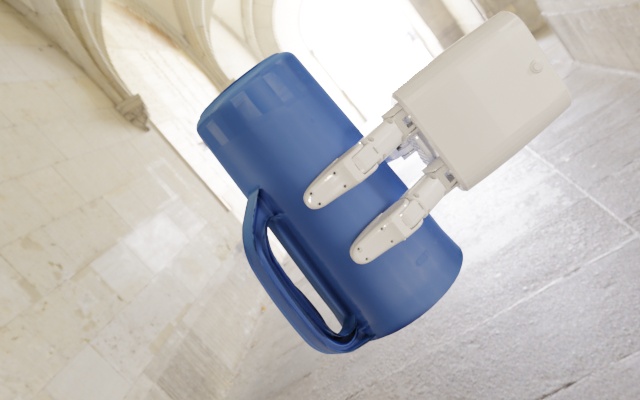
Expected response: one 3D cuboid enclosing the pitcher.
[{"bbox_3d":[0.000,0.001,0.421,0.145,0.243,0.149,-38,9,8],"label":"pitcher"}]
